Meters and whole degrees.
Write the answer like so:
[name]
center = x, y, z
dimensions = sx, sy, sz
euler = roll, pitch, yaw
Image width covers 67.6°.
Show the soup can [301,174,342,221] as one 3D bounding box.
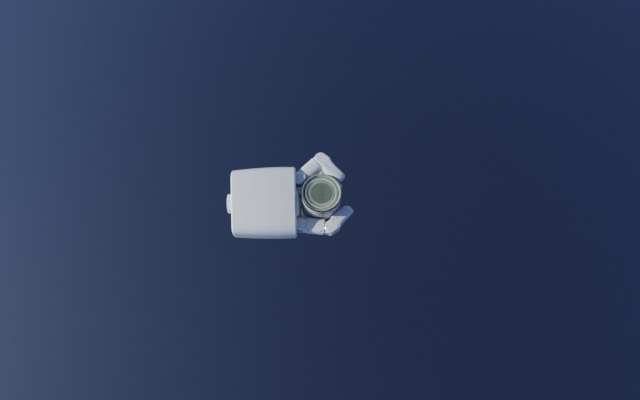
[soup can]
center = 0.001, 0.003, 0.815
dimensions = 0.068, 0.068, 0.102
euler = 0, -19, -2
